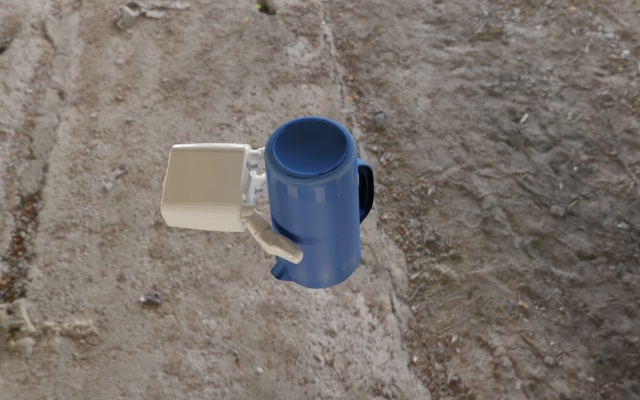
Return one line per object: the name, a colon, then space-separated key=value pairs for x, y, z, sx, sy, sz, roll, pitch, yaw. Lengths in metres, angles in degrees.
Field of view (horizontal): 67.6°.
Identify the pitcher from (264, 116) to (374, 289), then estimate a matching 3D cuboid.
pitcher: x=0.000 y=0.002 z=0.644 sx=0.145 sy=0.149 sz=0.243 roll=4 pitch=-35 yaw=5
